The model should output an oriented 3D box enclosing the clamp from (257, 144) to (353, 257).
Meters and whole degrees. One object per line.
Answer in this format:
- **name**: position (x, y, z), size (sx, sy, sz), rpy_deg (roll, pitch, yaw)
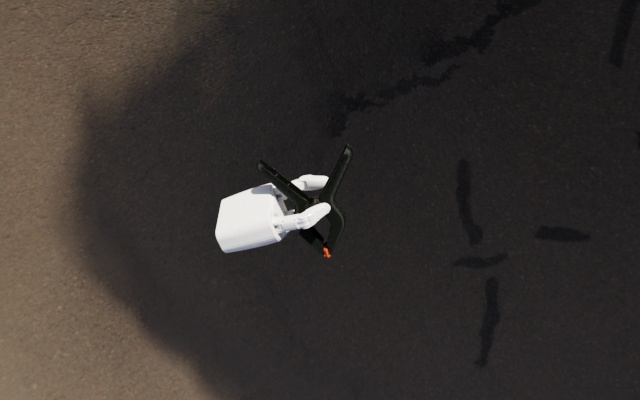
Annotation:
- **clamp**: position (0.000, 0.004, 0.829), size (0.164, 0.210, 0.036), rpy_deg (-15, 25, 15)
